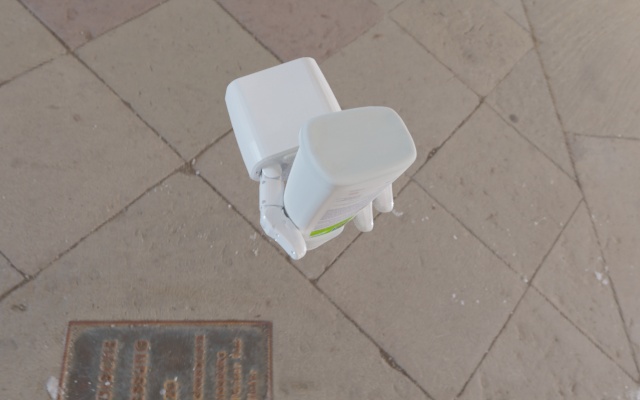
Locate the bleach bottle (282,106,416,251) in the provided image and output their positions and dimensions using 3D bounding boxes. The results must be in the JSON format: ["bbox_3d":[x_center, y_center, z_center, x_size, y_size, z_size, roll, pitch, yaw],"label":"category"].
[{"bbox_3d":[0.000,0.002,0.498,0.102,0.068,0.251,-16,-18,-24],"label":"bleach bottle"}]
